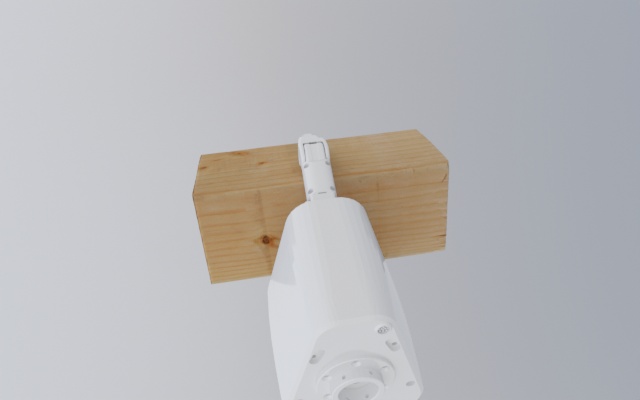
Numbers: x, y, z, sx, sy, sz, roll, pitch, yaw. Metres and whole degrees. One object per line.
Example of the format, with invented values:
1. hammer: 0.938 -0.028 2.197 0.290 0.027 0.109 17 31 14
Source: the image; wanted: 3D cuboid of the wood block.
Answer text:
1. wood block: 0.000 0.001 0.432 0.206 0.091 0.090 -7 27 -5
